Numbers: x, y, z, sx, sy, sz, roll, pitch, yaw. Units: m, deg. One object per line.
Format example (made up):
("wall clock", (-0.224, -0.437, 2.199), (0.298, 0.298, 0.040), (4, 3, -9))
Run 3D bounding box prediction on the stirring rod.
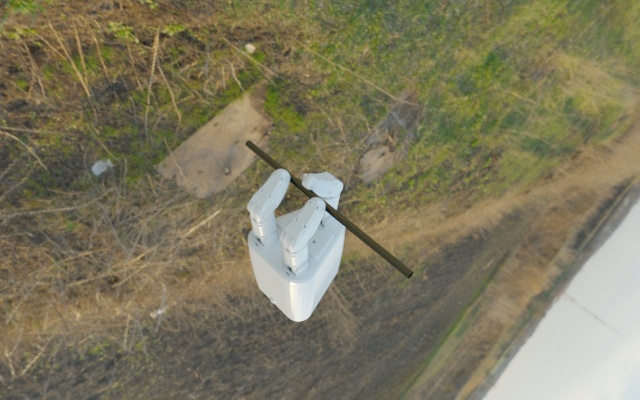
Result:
("stirring rod", (0.000, 0.002, 0.495), (0.239, 0.011, 0.011), (39, 20, 27))
